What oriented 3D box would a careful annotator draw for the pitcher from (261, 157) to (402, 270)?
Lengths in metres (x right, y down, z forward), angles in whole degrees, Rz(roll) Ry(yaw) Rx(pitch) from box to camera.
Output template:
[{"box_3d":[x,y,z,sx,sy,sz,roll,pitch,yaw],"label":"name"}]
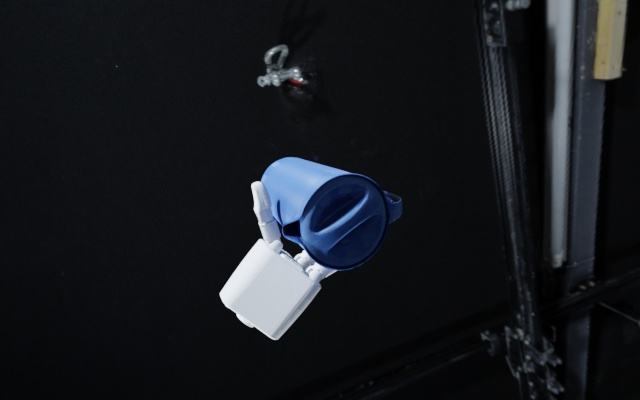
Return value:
[{"box_3d":[0.000,0.003,0.737,0.149,0.145,0.242,37,-3,-27],"label":"pitcher"}]
